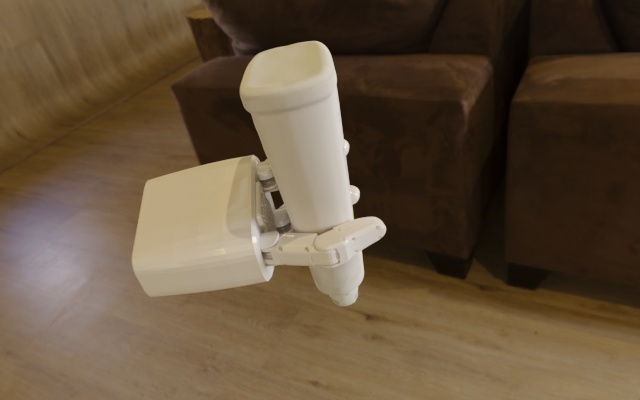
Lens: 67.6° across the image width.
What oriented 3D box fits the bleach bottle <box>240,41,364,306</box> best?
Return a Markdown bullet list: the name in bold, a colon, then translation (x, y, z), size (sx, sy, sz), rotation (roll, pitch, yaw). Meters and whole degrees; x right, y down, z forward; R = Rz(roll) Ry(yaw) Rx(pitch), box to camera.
- **bleach bottle**: translation (0.000, 0.001, 0.414), size (0.068, 0.251, 0.102), rotation (-10, 34, 5)
